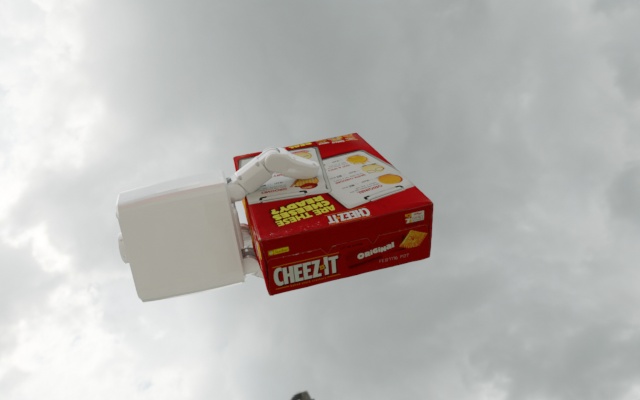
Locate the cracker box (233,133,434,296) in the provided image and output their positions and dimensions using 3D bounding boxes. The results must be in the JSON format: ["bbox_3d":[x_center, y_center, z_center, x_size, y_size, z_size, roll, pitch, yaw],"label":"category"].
[{"bbox_3d":[0.000,0.001,0.522,0.164,0.072,0.213,-12,28,-11],"label":"cracker box"}]
